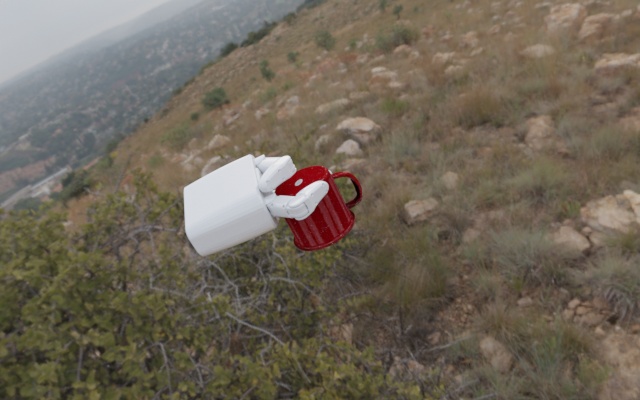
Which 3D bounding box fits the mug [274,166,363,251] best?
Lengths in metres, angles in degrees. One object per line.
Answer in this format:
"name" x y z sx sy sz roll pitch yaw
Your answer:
"mug" 0.001 0.001 0.641 0.117 0.081 0.093 -26 27 2
